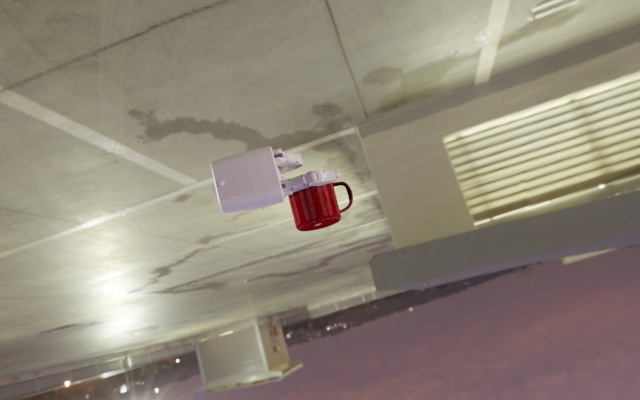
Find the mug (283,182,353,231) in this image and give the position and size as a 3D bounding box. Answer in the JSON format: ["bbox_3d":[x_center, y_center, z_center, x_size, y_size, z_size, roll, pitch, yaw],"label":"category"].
[{"bbox_3d":[0.002,0.003,0.840,0.117,0.081,0.093,-13,-13,-6],"label":"mug"}]
